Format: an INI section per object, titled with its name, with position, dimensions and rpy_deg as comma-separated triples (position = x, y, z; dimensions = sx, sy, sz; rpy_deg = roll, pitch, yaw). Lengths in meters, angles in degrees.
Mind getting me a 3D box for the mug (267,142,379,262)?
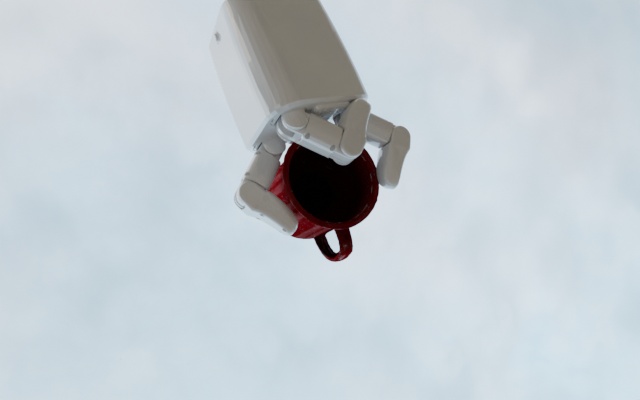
[mug]
position = 0.001, 0.003, 0.452
dimensions = 0.093, 0.117, 0.081
rpy_deg = -17, -8, -27
